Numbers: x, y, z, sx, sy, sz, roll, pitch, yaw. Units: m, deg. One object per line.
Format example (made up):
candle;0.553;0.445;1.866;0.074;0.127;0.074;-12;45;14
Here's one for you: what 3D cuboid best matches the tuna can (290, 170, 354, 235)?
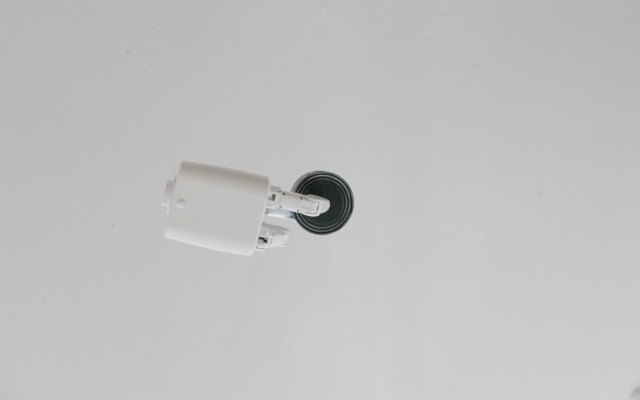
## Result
tuna can;0.000;0.002;0.649;0.086;0.086;0.033;0;8;-13
